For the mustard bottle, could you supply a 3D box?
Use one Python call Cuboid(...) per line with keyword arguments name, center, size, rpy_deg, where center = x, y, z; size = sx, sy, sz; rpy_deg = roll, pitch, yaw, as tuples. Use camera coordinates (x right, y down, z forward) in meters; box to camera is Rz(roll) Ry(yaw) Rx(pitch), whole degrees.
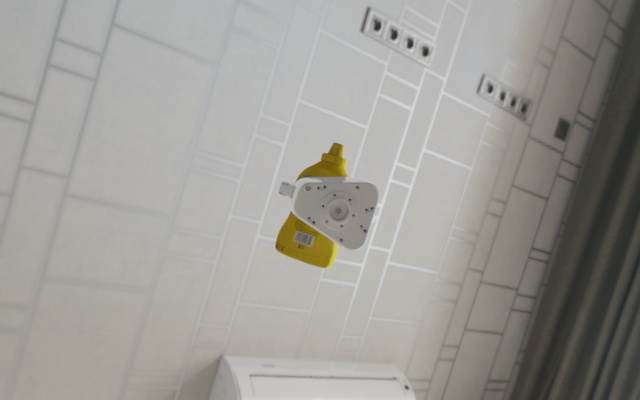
Cuboid(name="mustard bottle", center=(0.000, 0.003, 0.752), size=(0.096, 0.191, 0.058), rpy_deg=(18, 3, 19))
